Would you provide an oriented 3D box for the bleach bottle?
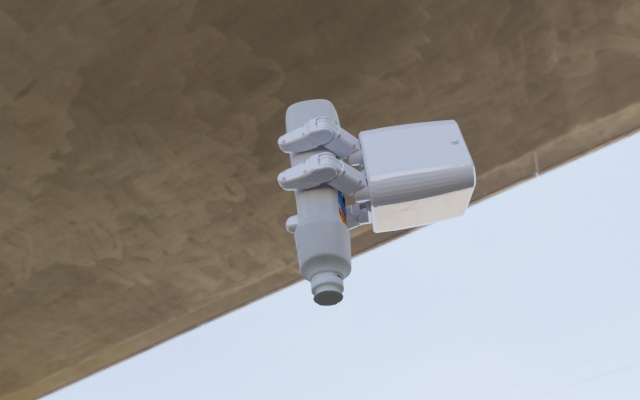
[{"bbox_3d":[0.000,0.002,0.525,0.068,0.250,0.103,-9,-42,4],"label":"bleach bottle"}]
